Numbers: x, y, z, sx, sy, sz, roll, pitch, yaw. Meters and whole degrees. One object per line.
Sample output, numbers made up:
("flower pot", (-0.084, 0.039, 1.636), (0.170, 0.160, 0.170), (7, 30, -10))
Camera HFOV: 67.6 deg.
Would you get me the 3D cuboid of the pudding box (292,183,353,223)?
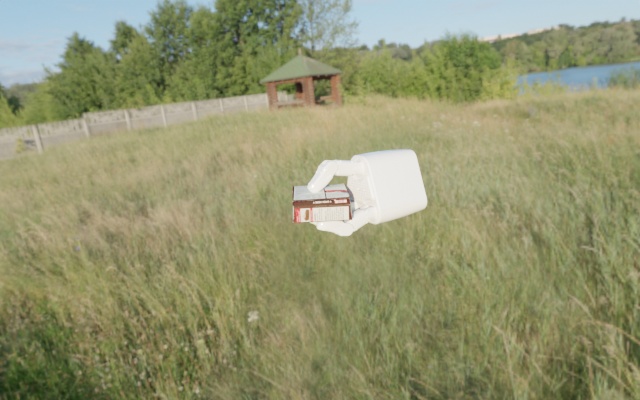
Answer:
("pudding box", (0.000, 0.002, 0.753), (0.090, 0.039, 0.113), (-4, 12, -1))
